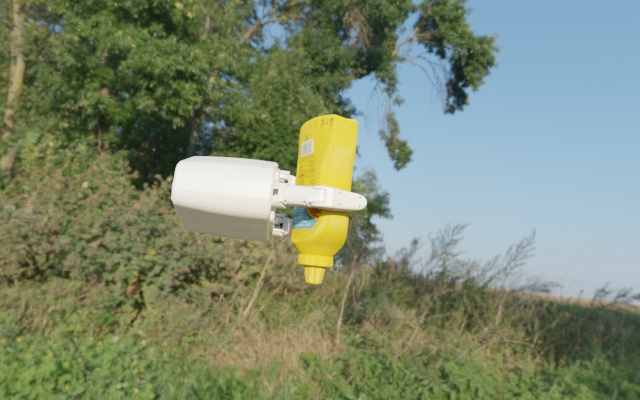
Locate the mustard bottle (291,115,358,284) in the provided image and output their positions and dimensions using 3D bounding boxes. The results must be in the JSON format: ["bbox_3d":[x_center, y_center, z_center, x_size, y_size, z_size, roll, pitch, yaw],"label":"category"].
[{"bbox_3d":[0.000,0.002,0.566,0.058,0.191,0.096,10,-9,-28],"label":"mustard bottle"}]
